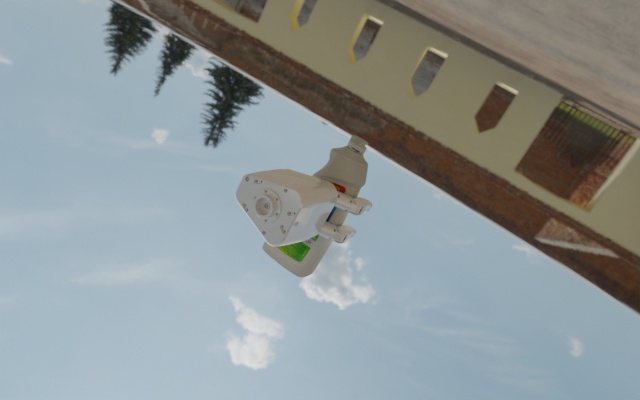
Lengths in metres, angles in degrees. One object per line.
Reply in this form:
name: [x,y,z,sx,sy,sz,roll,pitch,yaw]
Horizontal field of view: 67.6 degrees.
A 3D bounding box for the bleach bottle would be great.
bleach bottle: [0.000,0.003,0.801,0.102,0.251,0.068,35,20,19]
